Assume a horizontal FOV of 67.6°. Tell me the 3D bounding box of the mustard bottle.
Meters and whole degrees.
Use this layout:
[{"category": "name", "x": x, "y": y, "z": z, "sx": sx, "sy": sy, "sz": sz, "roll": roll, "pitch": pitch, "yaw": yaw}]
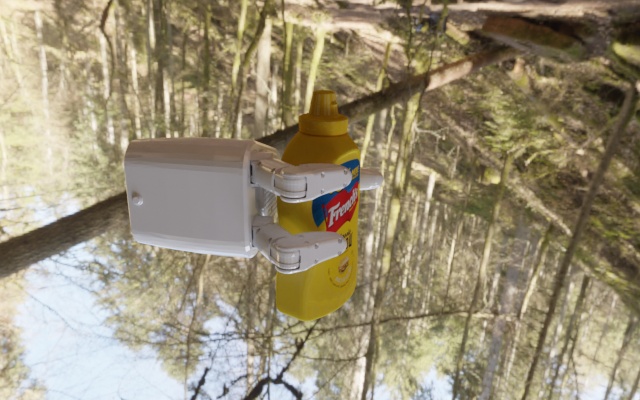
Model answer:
[{"category": "mustard bottle", "x": 0.000, "y": 0.002, "z": 0.420, "sx": 0.058, "sy": 0.192, "sz": 0.096, "roll": 13, "pitch": 22, "yaw": 32}]
